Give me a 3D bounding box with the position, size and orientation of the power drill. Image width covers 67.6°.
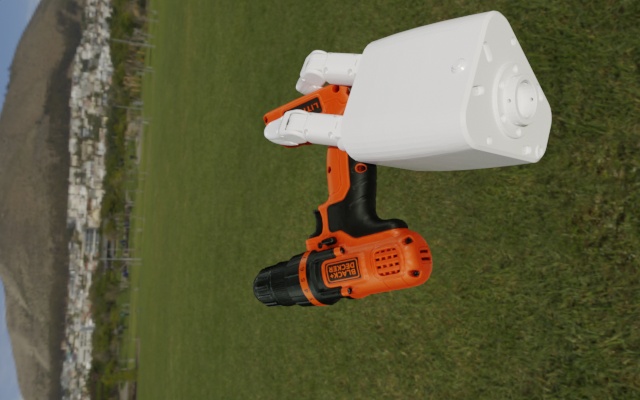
[{"bbox_3d":[0.000,0.001,0.442,0.184,0.187,0.057,-17,-11,32],"label":"power drill"}]
